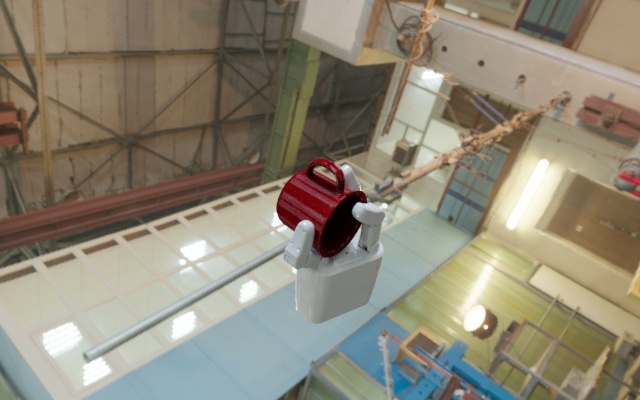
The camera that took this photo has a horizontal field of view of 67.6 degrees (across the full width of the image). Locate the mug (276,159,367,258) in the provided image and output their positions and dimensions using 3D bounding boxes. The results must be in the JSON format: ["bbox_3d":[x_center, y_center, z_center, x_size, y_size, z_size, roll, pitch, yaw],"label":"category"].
[{"bbox_3d":[0.000,0.001,0.592,0.081,0.117,0.093,31,43,29],"label":"mug"}]
